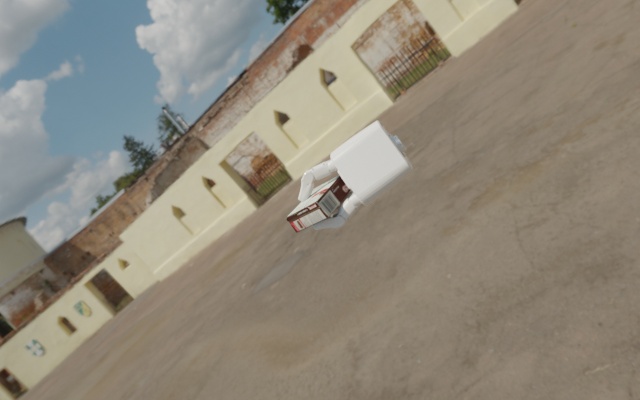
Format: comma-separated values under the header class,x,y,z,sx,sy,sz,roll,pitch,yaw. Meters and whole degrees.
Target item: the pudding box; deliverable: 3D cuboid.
class,x,y,z,sx,sy,sz,roll,pitch,yaw
pudding box,0.000,0.003,0.881,0.090,0.039,0.113,-29,12,42
